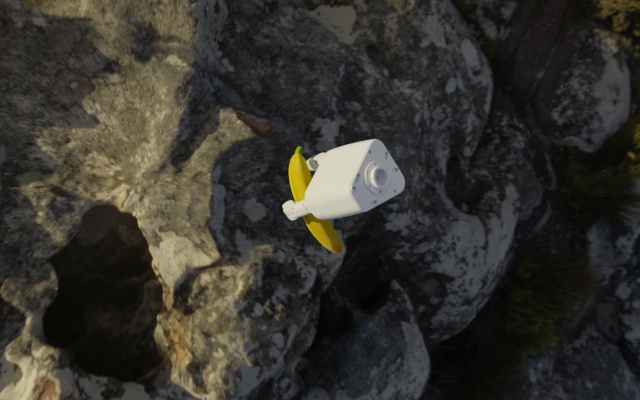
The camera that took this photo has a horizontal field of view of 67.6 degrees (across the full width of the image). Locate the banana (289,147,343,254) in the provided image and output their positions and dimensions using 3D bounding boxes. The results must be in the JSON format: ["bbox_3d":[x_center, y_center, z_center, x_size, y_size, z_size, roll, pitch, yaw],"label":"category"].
[{"bbox_3d":[-0.011,0.004,0.802,0.037,0.198,0.069,-18,3,36],"label":"banana"}]
